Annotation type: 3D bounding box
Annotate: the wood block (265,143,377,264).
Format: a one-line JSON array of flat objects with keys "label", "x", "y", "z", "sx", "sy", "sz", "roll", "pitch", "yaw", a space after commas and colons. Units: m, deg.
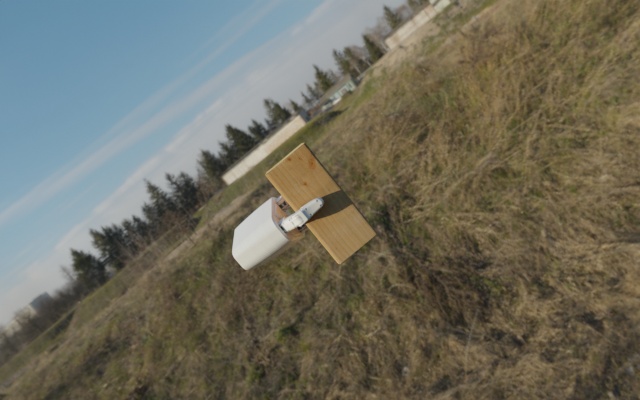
[{"label": "wood block", "x": 0.000, "y": 0.003, "z": 0.872, "sx": 0.090, "sy": 0.206, "sz": 0.091, "roll": -39, "pitch": 8, "yaw": 0}]
